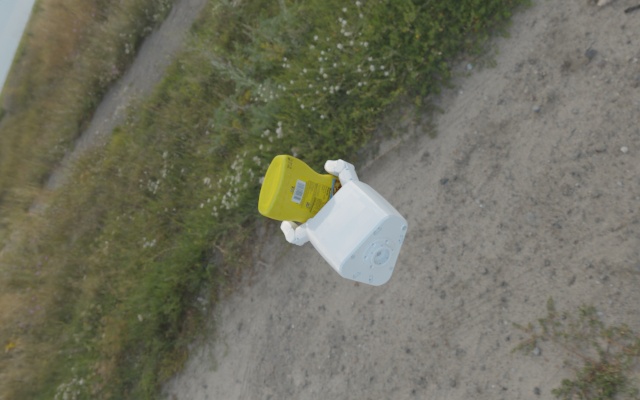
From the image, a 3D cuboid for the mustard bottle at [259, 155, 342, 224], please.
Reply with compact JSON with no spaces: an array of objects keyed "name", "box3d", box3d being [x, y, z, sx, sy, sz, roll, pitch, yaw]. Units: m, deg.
[{"name":"mustard bottle","box3d":[0.000,0.002,0.759,0.192,0.096,0.058,20,-9,-34]}]
